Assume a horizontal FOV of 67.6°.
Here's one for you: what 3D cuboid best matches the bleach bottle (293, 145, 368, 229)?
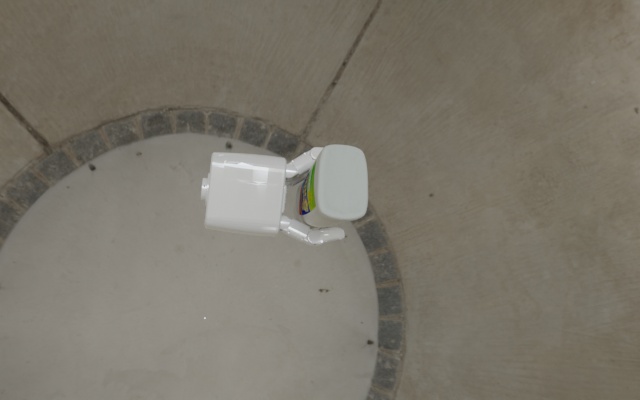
[{"bbox_3d":[0.000,0.002,0.715,0.068,0.102,0.251,5,-15,-13],"label":"bleach bottle"}]
